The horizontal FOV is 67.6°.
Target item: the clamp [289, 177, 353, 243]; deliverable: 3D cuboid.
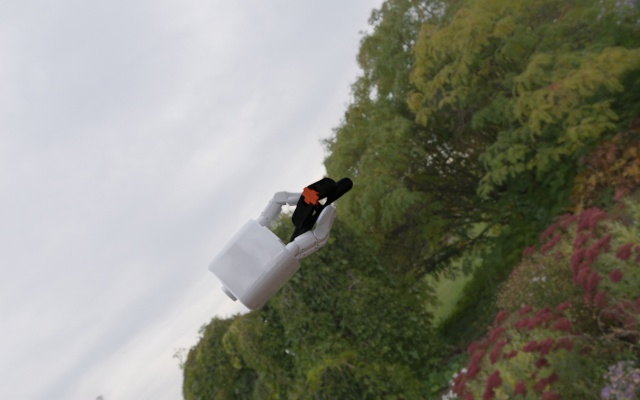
[{"bbox_3d":[-0.001,0.002,0.791,0.036,0.164,0.210,39,-11,10],"label":"clamp"}]
